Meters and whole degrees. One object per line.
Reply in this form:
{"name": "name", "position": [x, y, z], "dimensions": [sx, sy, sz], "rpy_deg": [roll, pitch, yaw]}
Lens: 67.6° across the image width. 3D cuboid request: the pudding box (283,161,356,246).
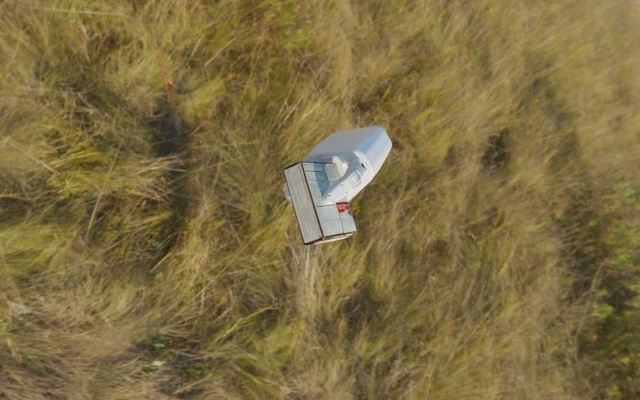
{"name": "pudding box", "position": [0.000, 0.002, 0.673], "dimensions": [0.039, 0.113, 0.090], "rpy_deg": [-24, -12, 34]}
